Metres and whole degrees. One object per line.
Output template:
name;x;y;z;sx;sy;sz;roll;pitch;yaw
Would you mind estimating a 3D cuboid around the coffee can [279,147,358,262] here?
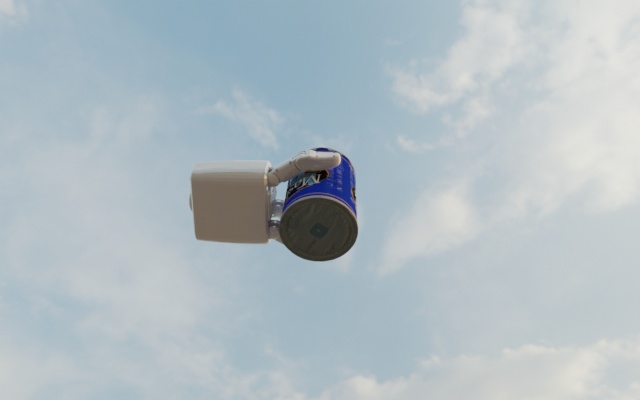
coffee can;0.000;0.002;0.672;0.103;0.103;0.140;0;33;3
